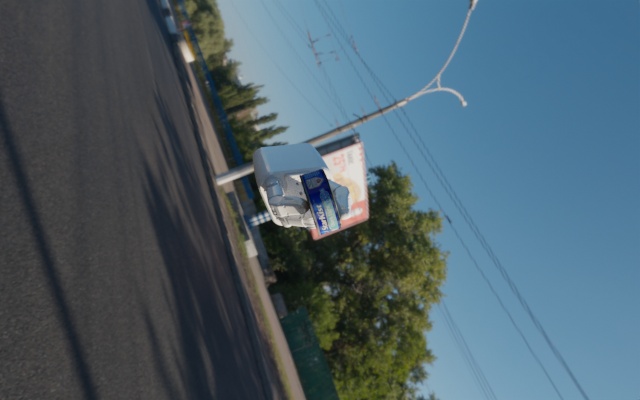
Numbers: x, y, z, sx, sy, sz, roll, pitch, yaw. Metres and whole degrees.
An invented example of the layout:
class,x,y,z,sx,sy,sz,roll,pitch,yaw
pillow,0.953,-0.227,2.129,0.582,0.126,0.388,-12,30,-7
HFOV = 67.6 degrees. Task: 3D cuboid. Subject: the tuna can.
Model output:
class,x,y,z,sx,sy,sz,roll,pitch,yaw
tuna can,0.001,0.002,0.638,0.034,0.086,0.086,-18,1,-2
